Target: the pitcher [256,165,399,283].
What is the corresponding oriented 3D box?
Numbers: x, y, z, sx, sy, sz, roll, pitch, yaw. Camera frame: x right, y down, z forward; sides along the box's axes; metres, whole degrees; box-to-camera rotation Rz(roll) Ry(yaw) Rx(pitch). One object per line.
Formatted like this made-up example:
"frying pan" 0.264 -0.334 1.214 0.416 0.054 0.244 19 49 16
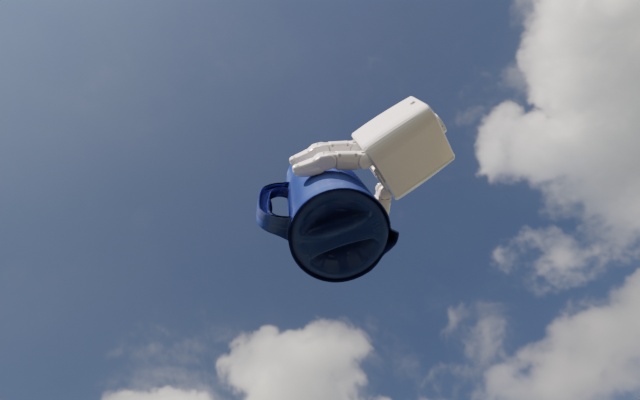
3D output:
"pitcher" 0.000 0.002 0.706 0.145 0.149 0.242 -36 22 6
